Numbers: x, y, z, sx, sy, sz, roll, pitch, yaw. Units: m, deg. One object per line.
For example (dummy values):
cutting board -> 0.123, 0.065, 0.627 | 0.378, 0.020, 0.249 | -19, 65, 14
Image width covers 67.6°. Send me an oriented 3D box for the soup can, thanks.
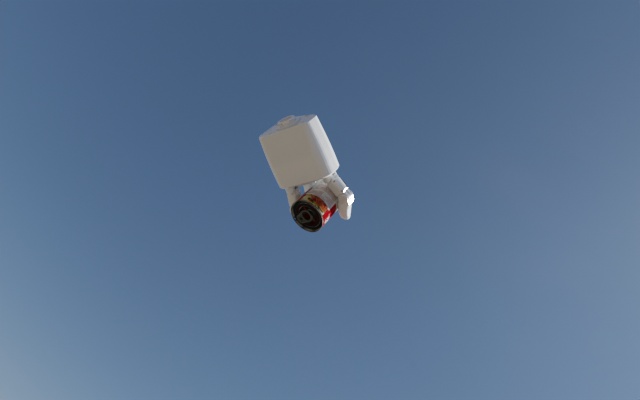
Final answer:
soup can -> 0.001, 0.003, 0.892 | 0.068, 0.068, 0.102 | 0, 31, 36
